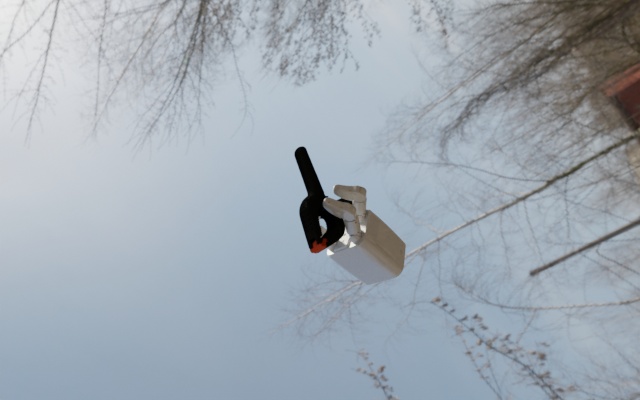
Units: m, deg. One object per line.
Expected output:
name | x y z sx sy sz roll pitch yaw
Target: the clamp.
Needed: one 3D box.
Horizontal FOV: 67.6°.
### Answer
clamp | 0.000 0.004 0.846 0.036 0.164 0.209 -38 21 34
